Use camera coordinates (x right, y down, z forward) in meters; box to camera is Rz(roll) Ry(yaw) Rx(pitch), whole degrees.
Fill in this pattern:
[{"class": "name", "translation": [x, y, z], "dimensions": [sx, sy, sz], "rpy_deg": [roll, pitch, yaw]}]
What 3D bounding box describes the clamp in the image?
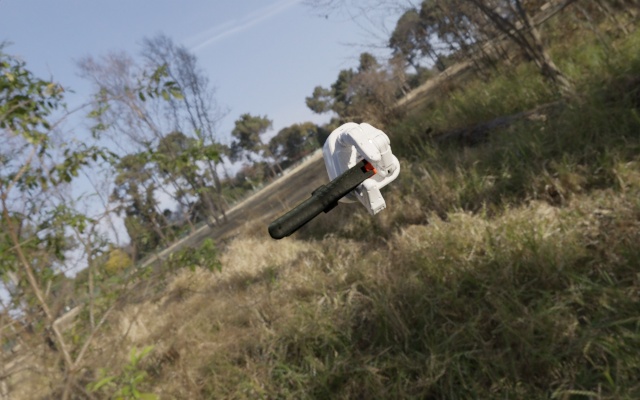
[{"class": "clamp", "translation": [0.000, 0.002, 0.672], "dimensions": [0.171, 0.039, 0.120], "rpy_deg": [-33, 3, -8]}]
